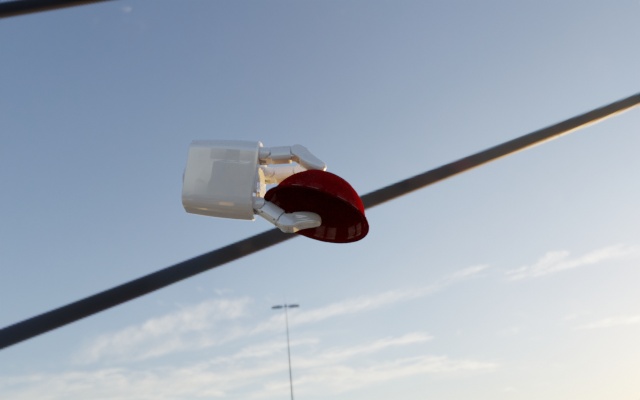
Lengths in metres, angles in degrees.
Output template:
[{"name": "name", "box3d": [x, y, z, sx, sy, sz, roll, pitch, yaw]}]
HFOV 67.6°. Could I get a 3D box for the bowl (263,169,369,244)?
[{"name": "bowl", "box3d": [0.001, 0.002, 0.710, 0.162, 0.055, 0.162, 15, -29, 8]}]
